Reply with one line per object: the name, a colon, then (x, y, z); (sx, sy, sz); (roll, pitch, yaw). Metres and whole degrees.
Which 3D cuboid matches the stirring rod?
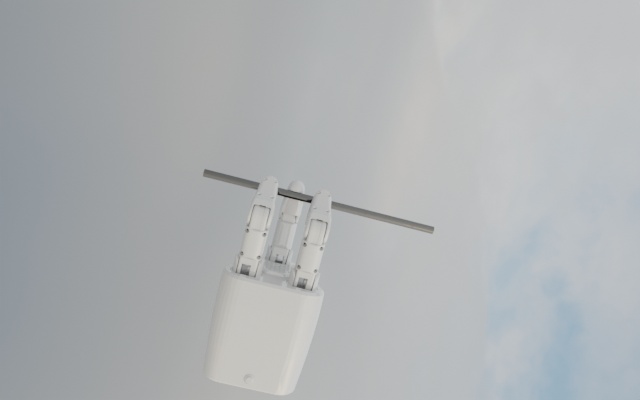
stirring rod: (0.000, 0.002, 0.486); (0.239, 0.011, 0.011); (14, -1, -4)
